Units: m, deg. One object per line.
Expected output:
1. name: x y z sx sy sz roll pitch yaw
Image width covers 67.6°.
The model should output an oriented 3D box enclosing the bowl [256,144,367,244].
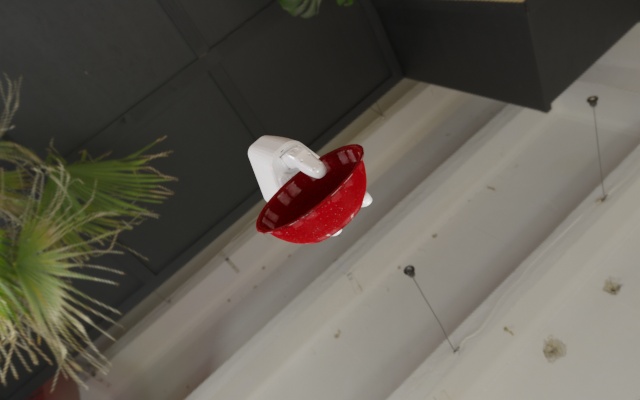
1. bowl: 0.001 0.003 0.584 0.162 0.055 0.162 -34 19 13
